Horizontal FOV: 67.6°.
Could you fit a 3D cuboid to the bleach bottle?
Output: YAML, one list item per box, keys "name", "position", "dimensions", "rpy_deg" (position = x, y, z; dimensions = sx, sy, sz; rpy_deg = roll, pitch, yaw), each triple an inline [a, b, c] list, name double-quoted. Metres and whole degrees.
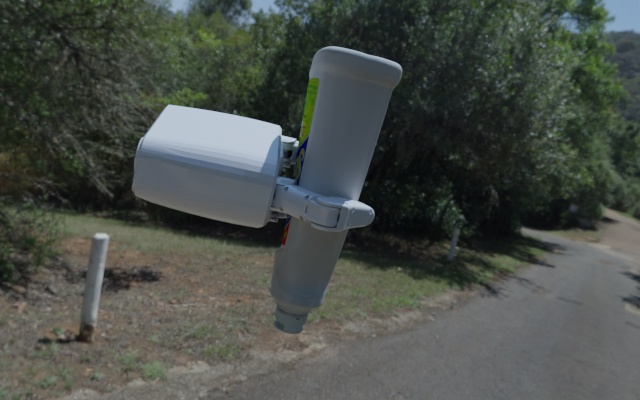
- name: "bleach bottle"
  position: [0.000, 0.001, 0.421]
  dimensions: [0.068, 0.251, 0.102]
  rpy_deg: [12, 11, -10]
